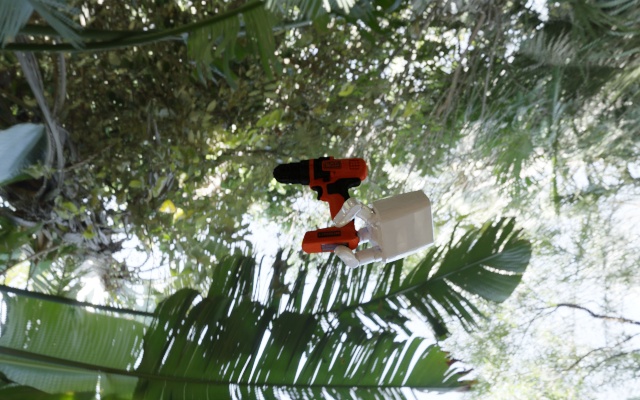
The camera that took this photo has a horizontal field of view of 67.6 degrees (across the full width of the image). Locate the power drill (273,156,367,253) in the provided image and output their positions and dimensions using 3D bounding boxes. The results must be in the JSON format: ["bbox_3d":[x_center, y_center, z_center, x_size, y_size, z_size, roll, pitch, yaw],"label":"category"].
[{"bbox_3d":[0.000,0.003,0.898,0.184,0.187,0.057,-4,-27,5],"label":"power drill"}]
